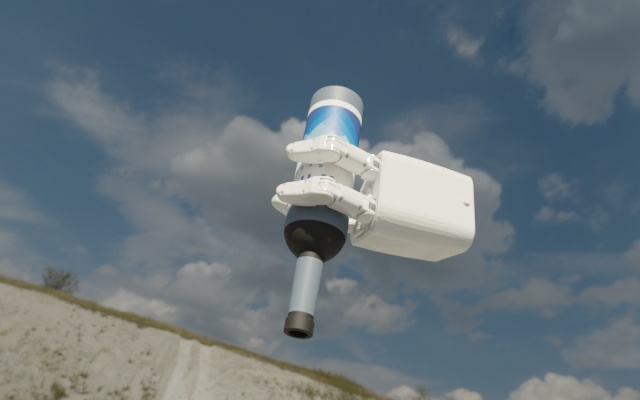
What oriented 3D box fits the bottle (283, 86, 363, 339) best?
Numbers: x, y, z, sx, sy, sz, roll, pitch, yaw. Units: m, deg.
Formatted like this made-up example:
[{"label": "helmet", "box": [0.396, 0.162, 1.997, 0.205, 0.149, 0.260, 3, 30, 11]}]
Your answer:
[{"label": "bottle", "box": [0.000, 0.001, 0.518, 0.069, 0.295, 0.069, 7, -34, 5]}]
